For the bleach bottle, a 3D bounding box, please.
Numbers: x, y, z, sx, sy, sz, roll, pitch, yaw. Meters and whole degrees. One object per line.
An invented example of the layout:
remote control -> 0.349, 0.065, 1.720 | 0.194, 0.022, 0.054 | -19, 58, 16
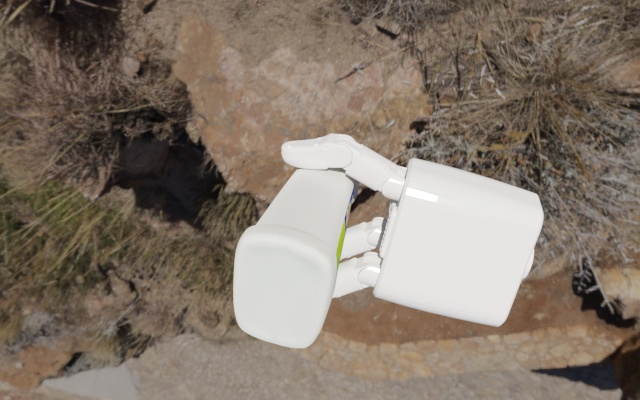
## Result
bleach bottle -> 0.000, 0.001, 0.420 | 0.068, 0.103, 0.250 | 15, 34, 6
